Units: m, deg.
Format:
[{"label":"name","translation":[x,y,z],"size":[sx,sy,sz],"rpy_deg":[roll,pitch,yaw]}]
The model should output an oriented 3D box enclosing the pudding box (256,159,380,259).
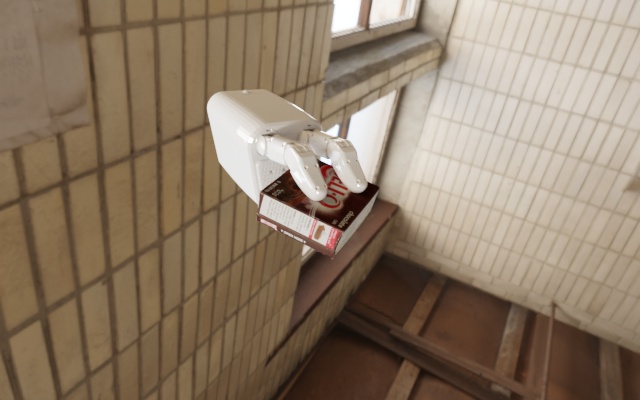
[{"label":"pudding box","translation":[0.000,0.002,0.488],"size":[0.090,0.039,0.113],"rpy_deg":[24,34,13]}]
